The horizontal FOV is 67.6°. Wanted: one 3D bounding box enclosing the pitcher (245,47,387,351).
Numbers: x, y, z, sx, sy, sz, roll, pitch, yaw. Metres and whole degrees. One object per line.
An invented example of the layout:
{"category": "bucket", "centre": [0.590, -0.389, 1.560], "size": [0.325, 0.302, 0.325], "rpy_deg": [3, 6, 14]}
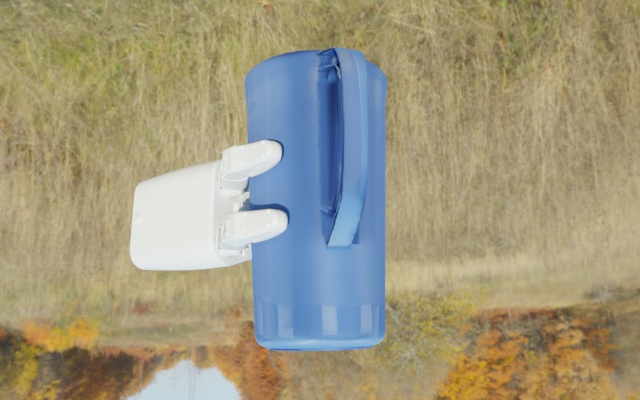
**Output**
{"category": "pitcher", "centre": [0.000, 0.001, 0.413], "size": [0.145, 0.242, 0.149], "rpy_deg": [-9, -16, 27]}
